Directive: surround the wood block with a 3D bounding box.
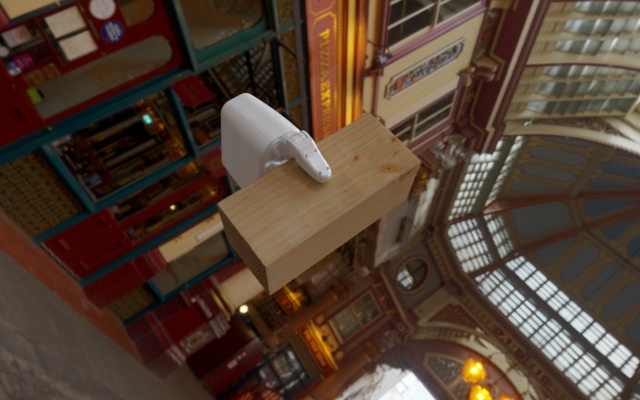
[{"bbox_3d":[0.000,0.001,0.539,0.206,0.090,0.091,-33,-24,-19],"label":"wood block"}]
